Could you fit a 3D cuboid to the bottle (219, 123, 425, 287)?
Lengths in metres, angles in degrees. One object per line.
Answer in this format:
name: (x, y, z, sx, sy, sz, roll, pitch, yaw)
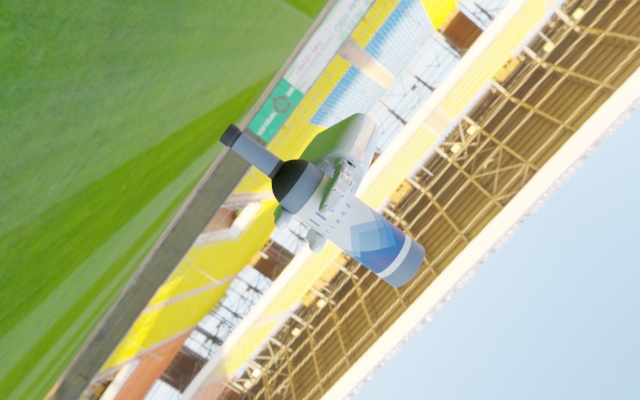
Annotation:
bottle: (0.000, 0.002, 0.611, 0.296, 0.069, 0.069, 36, -7, -10)
